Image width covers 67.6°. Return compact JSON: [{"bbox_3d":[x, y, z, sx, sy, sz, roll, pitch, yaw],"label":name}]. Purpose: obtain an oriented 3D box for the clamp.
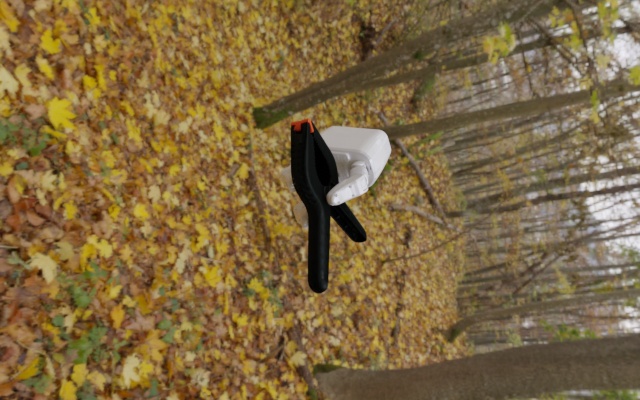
[{"bbox_3d":[0.001,0.001,0.615,0.036,0.210,0.164,-9,22,27],"label":"clamp"}]
